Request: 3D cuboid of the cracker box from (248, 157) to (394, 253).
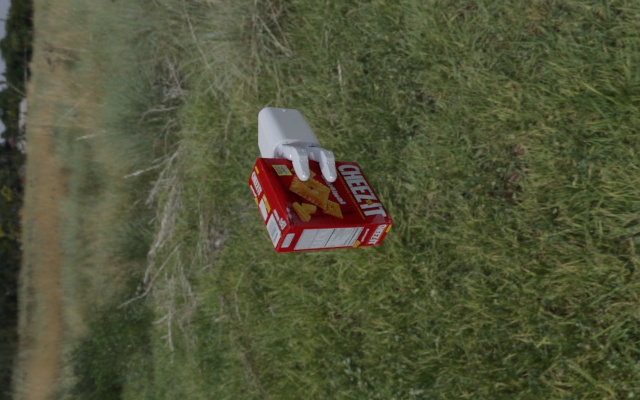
[{"bbox_3d":[0.000,0.003,0.843,0.214,0.164,0.072,-1,-43,-32],"label":"cracker box"}]
